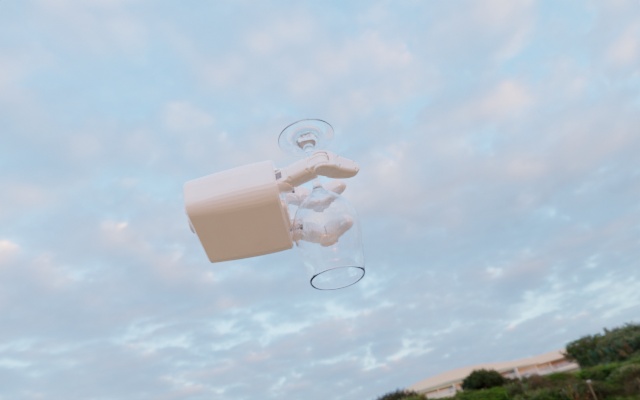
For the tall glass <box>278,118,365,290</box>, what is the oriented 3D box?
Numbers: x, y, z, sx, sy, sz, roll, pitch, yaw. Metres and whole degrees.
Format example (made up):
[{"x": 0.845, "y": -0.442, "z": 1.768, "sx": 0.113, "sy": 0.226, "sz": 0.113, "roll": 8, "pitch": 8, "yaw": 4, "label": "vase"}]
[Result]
[{"x": 0.000, "y": 0.001, "z": 0.568, "sx": 0.079, "sy": 0.201, "sz": 0.079, "roll": -10, "pitch": -31, "yaw": -6, "label": "tall glass"}]
